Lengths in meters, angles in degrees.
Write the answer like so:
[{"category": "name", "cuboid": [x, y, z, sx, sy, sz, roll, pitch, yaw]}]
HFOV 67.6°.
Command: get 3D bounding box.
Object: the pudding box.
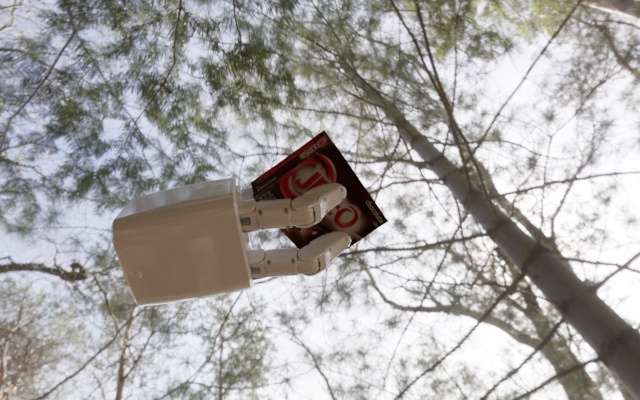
[{"category": "pudding box", "cuboid": [0.000, 0.001, 0.471, 0.090, 0.113, 0.039, -35, 33, 6]}]
